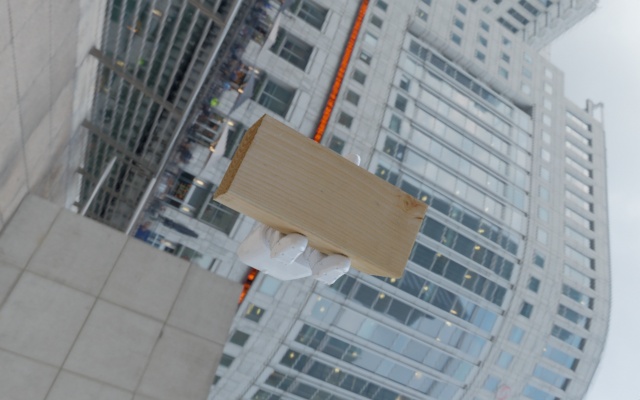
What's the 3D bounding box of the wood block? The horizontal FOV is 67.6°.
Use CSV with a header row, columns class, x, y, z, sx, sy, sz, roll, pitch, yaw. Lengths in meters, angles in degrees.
class,x,y,z,sx,sy,sz,roll,pitch,yaw
wood block,0.000,0.002,0.528,0.206,0.091,0.090,27,-14,-18
